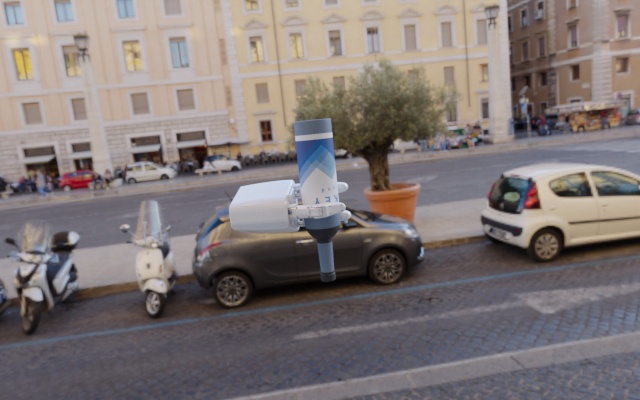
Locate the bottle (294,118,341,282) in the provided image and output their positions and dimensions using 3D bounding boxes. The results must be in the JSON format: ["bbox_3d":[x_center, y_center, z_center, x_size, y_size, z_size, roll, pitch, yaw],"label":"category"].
[{"bbox_3d":[0.000,0.003,0.868,0.069,0.296,0.069,-6,9,1],"label":"bottle"}]
